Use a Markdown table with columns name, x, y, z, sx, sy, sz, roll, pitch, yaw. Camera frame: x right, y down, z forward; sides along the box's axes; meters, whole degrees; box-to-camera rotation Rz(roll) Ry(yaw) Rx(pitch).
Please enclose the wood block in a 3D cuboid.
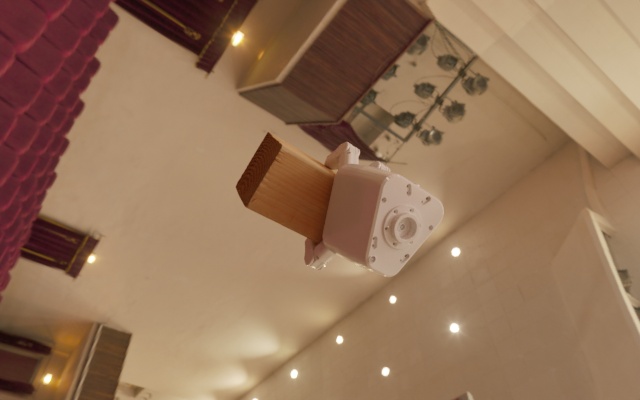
| name | x | y | z | sx | sy | sz | roll | pitch | yaw |
| --- | --- | --- | --- | --- | --- | --- | --- | --- | --- |
| wood block | 0.000 | 0.003 | 0.653 | 0.206 | 0.091 | 0.090 | 29 | 8 | -25 |
